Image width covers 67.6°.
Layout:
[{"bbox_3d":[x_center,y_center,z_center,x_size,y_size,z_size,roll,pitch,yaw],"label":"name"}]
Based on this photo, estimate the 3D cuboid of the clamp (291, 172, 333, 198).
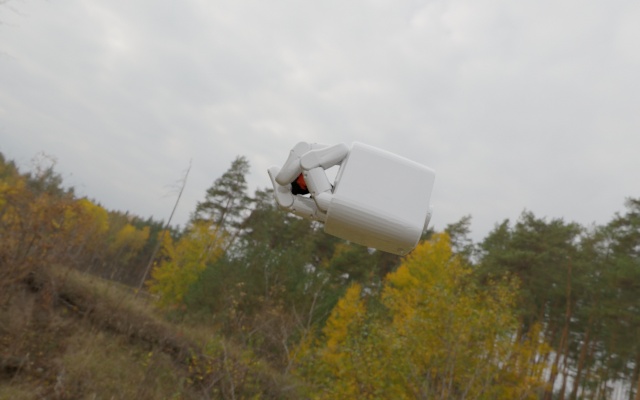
[{"bbox_3d":[0.000,0.002,0.658,0.120,0.039,0.171,20,-14,4],"label":"clamp"}]
